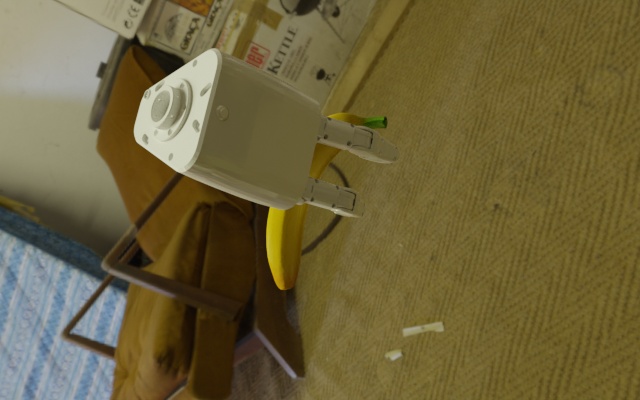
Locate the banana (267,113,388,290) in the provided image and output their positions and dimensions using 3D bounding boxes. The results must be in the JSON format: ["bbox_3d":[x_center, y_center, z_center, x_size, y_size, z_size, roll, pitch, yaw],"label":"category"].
[{"bbox_3d":[-0.012,-0.010,0.473,0.069,0.198,0.037,32,6,27],"label":"banana"}]
